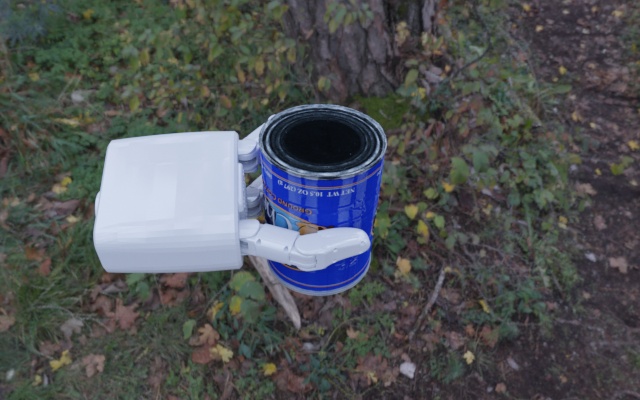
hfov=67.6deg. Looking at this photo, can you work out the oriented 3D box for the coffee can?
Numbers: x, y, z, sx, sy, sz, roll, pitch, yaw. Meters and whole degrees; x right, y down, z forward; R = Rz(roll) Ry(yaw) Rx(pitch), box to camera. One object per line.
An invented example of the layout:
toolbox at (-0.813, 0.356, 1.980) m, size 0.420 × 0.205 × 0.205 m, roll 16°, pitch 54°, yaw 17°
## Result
coffee can at (0.000, 0.002, 0.425) m, size 0.103 × 0.140 × 0.102 m, roll 1°, pitch 42°, yaw -1°
